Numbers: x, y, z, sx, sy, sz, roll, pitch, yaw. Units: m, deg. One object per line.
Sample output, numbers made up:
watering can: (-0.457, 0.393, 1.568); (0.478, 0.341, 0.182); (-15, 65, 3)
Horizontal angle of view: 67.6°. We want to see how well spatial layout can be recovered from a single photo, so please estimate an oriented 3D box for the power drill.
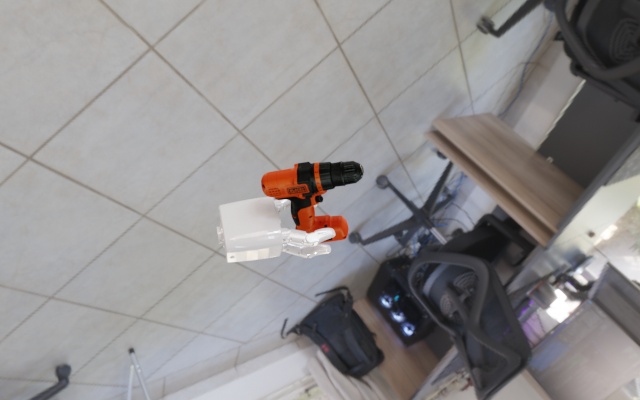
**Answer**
power drill: (0.000, 0.003, 0.896); (0.184, 0.057, 0.188); (-7, -43, 11)
